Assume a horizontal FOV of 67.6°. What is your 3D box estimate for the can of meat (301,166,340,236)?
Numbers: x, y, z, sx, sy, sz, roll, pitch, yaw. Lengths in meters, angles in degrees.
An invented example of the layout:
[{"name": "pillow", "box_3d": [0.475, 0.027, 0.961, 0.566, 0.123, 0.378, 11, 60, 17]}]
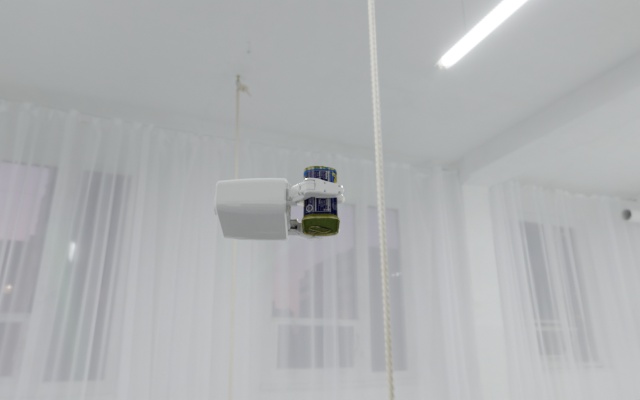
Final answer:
[{"name": "can of meat", "box_3d": [0.000, 0.002, 0.747, 0.057, 0.084, 0.102, -1, -19, 0]}]
